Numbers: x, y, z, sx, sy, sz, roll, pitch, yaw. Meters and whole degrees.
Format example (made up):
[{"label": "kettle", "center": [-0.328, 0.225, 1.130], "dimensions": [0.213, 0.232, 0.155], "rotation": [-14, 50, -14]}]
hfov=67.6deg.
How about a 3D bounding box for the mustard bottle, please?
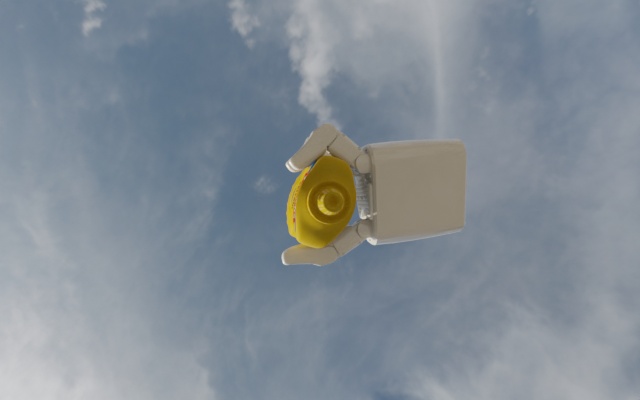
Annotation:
[{"label": "mustard bottle", "center": [0.000, 0.002, 0.511], "dimensions": [0.058, 0.096, 0.191], "rotation": [19, -2, -7]}]
